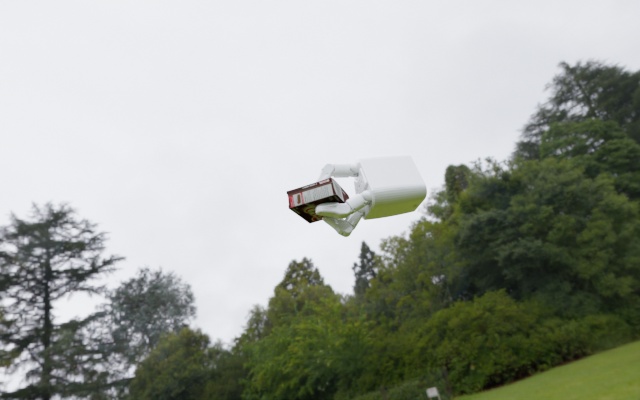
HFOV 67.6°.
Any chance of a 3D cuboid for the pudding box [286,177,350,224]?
[{"bbox_3d":[0.000,0.003,0.870,0.090,0.039,0.113,-18,-23,14],"label":"pudding box"}]
